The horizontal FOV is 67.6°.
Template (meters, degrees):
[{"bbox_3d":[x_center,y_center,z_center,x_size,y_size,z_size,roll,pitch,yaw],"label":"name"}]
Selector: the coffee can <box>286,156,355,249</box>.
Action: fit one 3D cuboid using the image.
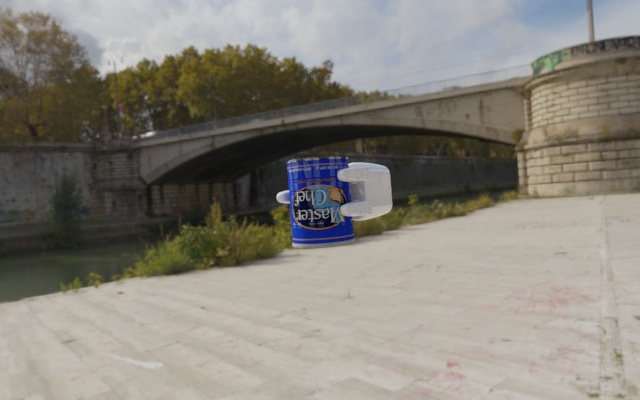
[{"bbox_3d":[0.000,0.003,0.782,0.103,0.140,0.103,-4,1,0],"label":"coffee can"}]
